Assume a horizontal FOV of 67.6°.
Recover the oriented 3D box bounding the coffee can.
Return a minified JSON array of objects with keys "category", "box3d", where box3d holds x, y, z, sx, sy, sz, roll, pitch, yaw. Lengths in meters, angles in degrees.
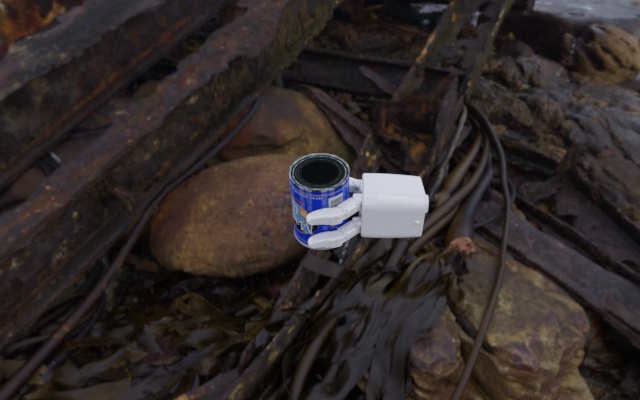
[{"category":"coffee can","box3d":[0.000,0.003,0.841,0.103,0.140,0.102,-1,42,1]}]
